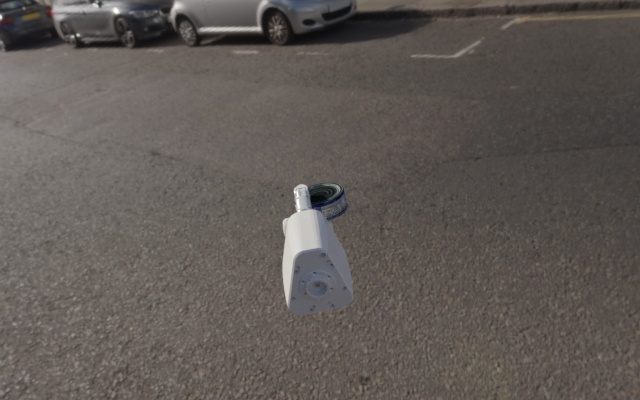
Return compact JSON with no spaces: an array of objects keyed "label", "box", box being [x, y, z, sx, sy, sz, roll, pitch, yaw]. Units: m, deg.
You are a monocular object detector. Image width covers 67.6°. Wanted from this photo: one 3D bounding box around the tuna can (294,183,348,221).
[{"label":"tuna can","box":[0.000,0.002,0.791,0.086,0.034,0.086,-11,24,5]}]
